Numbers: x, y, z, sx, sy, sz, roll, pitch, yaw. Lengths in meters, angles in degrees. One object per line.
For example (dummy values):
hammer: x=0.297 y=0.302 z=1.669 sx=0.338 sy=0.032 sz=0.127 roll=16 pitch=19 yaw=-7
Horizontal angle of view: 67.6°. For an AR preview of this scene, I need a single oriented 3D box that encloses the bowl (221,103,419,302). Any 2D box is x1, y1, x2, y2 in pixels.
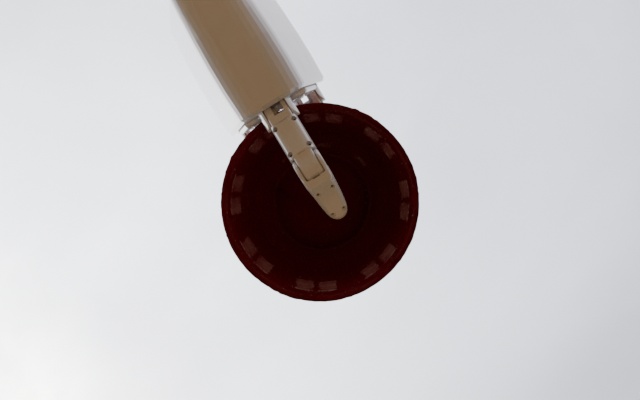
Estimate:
bowl: x=0.000 y=0.003 z=0.412 sx=0.162 sy=0.162 sz=0.055 roll=0 pitch=1 yaw=3
